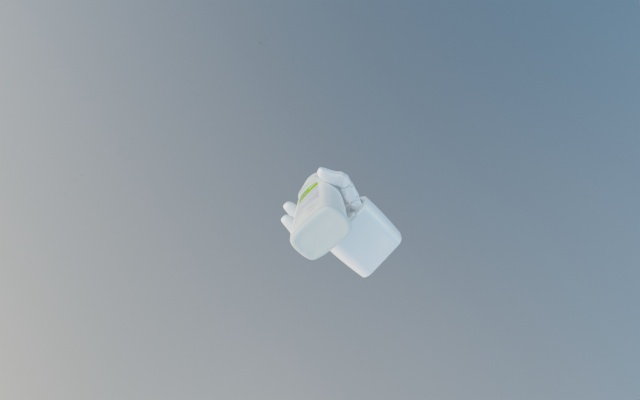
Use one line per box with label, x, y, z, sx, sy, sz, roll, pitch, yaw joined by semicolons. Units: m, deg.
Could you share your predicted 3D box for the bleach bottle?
bleach bottle;0.000;0.003;0.863;0.102;0.068;0.250;-41;18;18
